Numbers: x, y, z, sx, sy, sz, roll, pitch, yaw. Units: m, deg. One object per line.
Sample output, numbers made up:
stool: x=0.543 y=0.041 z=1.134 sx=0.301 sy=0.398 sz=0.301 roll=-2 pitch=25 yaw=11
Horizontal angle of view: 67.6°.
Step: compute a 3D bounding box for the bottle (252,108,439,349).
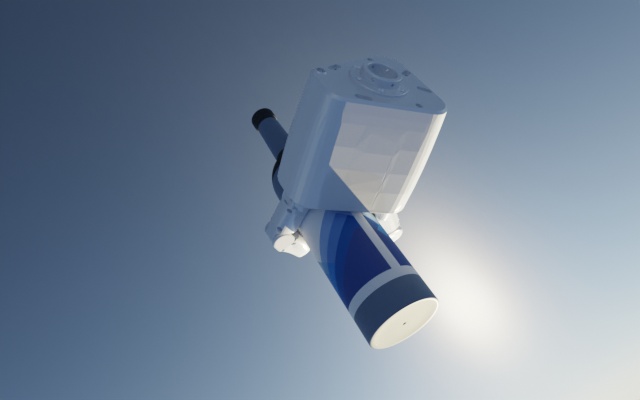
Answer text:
bottle: x=0.000 y=0.002 z=0.468 sx=0.069 sy=0.069 sz=0.295 roll=0 pitch=42 yaw=-38
